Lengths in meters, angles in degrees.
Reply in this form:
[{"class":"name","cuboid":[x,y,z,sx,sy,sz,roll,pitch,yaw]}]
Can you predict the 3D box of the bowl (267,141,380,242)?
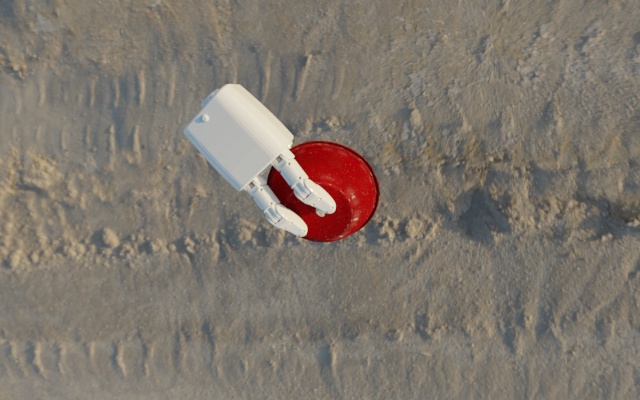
[{"class":"bowl","cuboid":[0.001,0.003,0.656,0.162,0.162,0.055,0,31,7]}]
